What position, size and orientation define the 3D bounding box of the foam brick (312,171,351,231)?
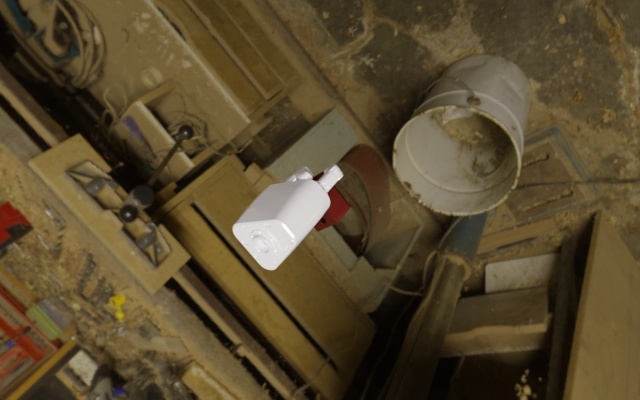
[{"bbox_3d":[0.000,0.003,0.790,0.053,0.078,0.051,-27,17,44],"label":"foam brick"}]
